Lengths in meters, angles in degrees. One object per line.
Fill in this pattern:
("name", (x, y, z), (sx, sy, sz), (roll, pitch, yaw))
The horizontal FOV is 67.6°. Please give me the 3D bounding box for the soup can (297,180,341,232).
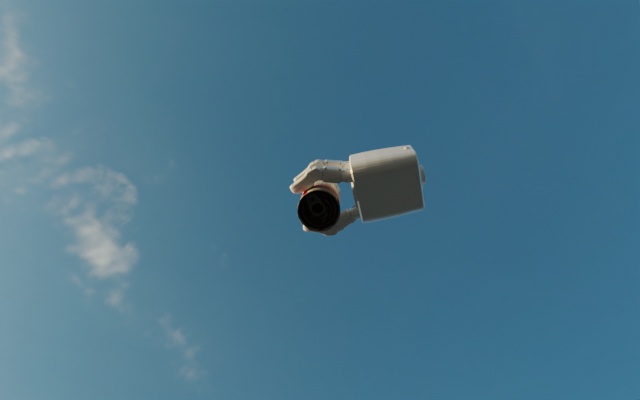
("soup can", (0.000, 0.003, 0.792), (0.068, 0.068, 0.102), (0, 16, 3))
